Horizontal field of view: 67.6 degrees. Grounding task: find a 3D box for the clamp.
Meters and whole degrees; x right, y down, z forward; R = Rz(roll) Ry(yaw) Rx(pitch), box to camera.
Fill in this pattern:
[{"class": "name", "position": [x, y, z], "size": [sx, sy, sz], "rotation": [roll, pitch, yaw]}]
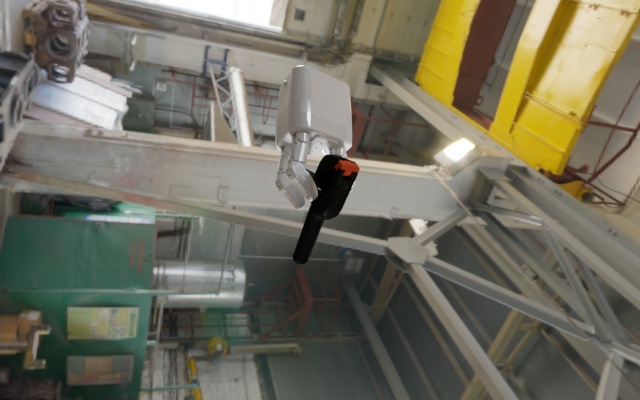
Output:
[{"class": "clamp", "position": [0.001, 0.002, 0.704], "size": [0.036, 0.164, 0.210], "rotation": [8, -17, -20]}]
